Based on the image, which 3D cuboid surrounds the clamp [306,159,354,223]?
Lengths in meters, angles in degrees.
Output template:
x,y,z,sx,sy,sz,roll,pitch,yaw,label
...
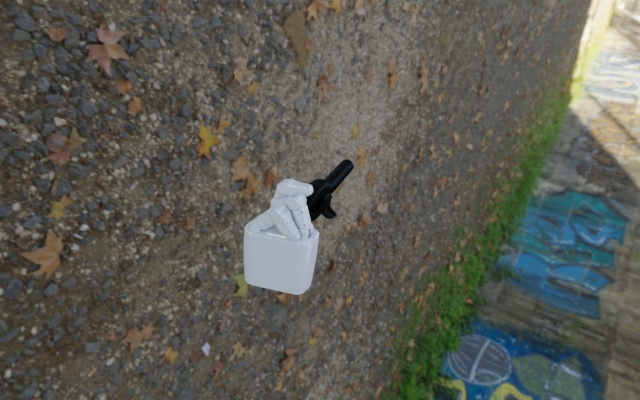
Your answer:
x,y,z,sx,sy,sz,roll,pitch,yaw,label
0.001,0.003,0.832,0.039,0.120,0.171,24,32,25,clamp
